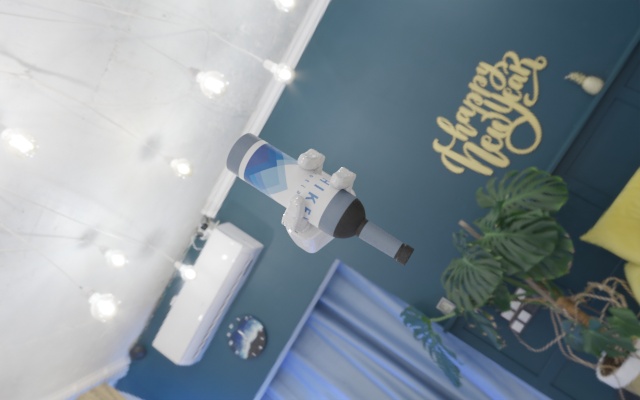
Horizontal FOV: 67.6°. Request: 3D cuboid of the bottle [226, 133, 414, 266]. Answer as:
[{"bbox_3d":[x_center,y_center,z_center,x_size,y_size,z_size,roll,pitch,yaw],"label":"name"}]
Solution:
[{"bbox_3d":[0.000,0.002,0.686,0.295,0.069,0.069,32,8,14],"label":"bottle"}]
